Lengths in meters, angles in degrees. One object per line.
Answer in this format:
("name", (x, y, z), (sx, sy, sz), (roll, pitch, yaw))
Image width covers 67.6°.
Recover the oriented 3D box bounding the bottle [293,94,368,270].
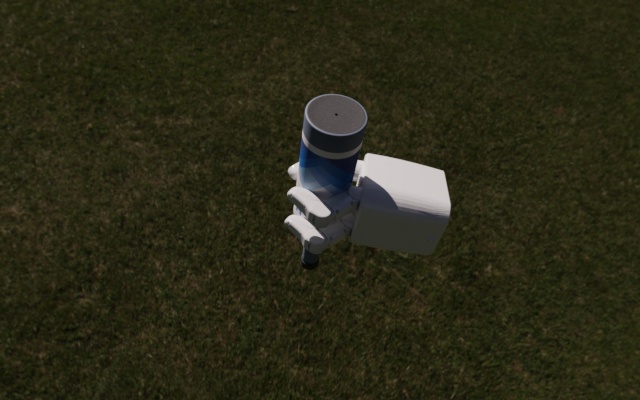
("bottle", (0.000, 0.002, 0.611), (0.069, 0.069, 0.296), (0, -39, -8))
